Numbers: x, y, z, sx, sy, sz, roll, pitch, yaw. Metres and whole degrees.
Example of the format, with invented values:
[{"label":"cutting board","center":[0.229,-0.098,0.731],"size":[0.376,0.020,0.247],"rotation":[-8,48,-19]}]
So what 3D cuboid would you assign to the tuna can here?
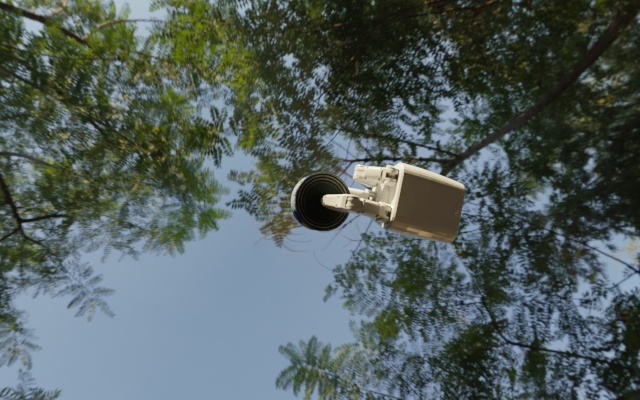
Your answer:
[{"label":"tuna can","center":[0.000,0.002,0.702],"size":[0.086,0.086,0.034],"rotation":[0,-2,-17]}]
